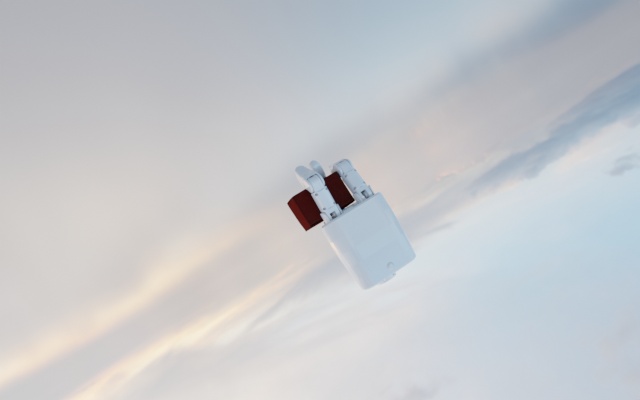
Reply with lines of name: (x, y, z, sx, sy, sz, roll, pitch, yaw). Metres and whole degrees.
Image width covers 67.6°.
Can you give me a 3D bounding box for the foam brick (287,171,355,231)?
foam brick: (0.000, 0.002, 0.689, 0.078, 0.051, 0.053, -31, -3, -14)
